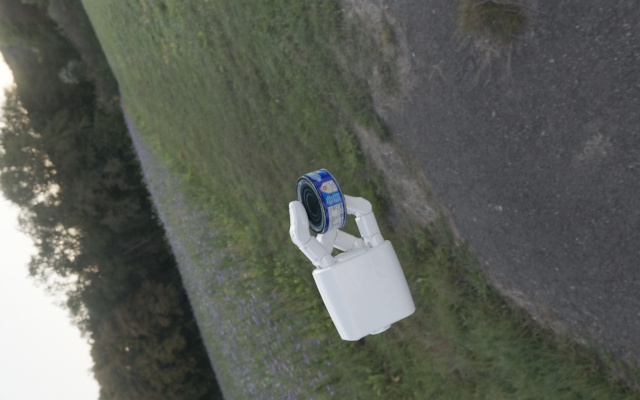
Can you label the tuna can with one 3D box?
[{"bbox_3d":[0.000,0.002,0.651,0.034,0.086,0.086,-19,7,-23],"label":"tuna can"}]
